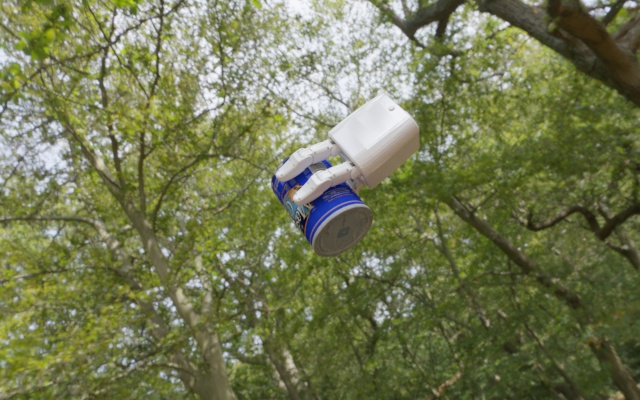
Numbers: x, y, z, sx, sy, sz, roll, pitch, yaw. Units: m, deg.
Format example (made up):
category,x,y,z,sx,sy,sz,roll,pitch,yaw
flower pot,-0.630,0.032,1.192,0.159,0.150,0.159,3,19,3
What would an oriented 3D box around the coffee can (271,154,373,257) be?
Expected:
category,x,y,z,sx,sy,sz,roll,pitch,yaw
coffee can,0.000,0.003,0.737,0.103,0.103,0.140,0,40,-42
